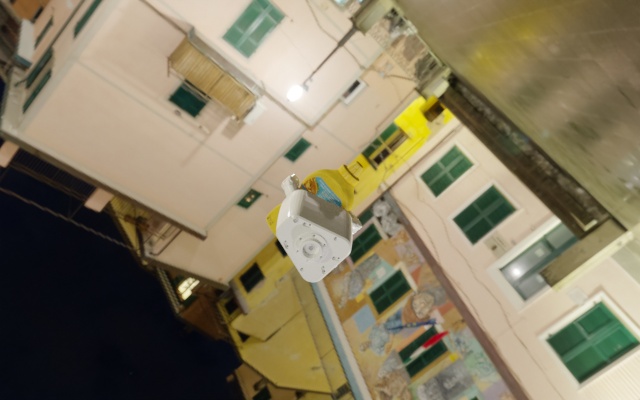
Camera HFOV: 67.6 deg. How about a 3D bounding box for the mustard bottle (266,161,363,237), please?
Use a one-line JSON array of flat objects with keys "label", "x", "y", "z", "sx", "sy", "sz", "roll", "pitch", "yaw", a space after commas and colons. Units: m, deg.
[{"label": "mustard bottle", "x": 0.000, "y": 0.003, "z": 0.832, "sx": 0.192, "sy": 0.096, "sz": 0.058, "roll": -44, "pitch": -11, "yaw": 16}]
